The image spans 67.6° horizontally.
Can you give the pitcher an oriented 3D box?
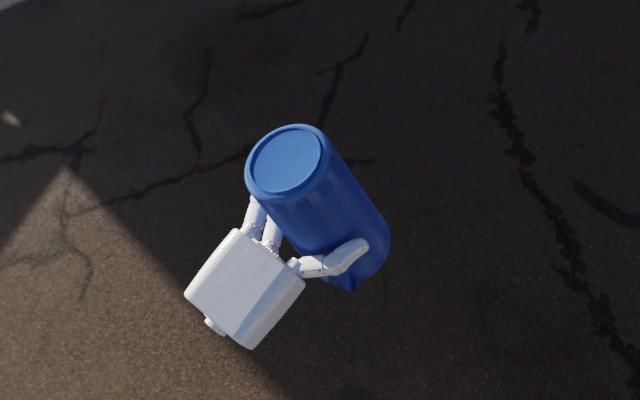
[{"bbox_3d":[0.000,0.002,0.634,0.149,0.145,0.243,33,-12,34],"label":"pitcher"}]
